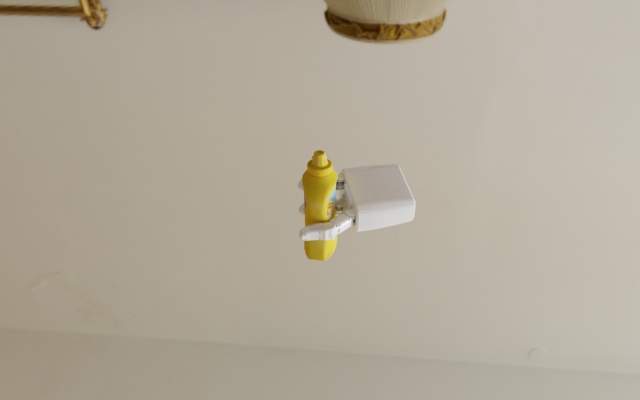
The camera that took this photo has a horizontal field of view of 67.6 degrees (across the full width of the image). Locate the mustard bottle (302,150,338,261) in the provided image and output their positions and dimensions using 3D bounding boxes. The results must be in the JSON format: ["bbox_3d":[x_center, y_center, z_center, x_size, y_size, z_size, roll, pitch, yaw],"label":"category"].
[{"bbox_3d":[0.000,0.003,0.807,0.058,0.192,0.096,6,36,9],"label":"mustard bottle"}]
